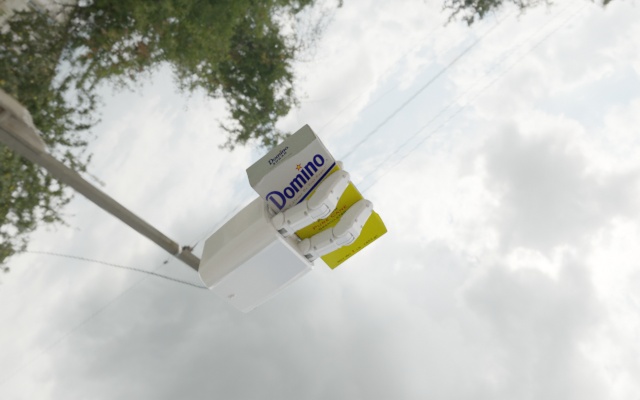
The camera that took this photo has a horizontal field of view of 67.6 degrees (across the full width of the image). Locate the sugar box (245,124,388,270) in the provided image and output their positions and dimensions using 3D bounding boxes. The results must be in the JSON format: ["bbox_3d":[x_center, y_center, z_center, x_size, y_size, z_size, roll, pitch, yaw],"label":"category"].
[{"bbox_3d":[0.000,0.002,0.580,0.176,0.093,0.048,48,9,-38],"label":"sugar box"}]
